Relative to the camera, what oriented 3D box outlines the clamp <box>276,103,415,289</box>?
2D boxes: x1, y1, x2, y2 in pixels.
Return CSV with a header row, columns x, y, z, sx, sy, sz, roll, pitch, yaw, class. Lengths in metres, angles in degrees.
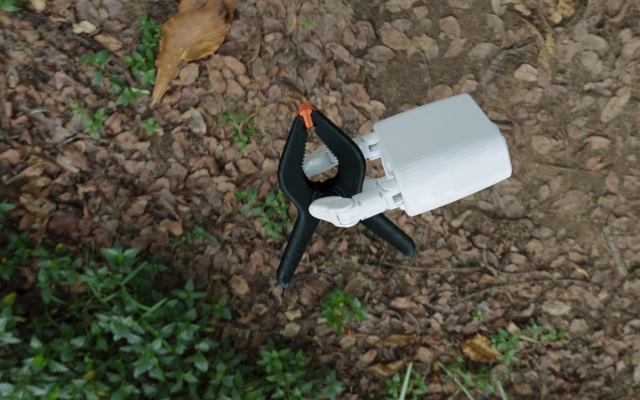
x,y,z,sx,sy,sz,roll,pitch,yaw,class
0.000,0.002,0.520,0.164,0.210,0.036,-21,25,4,clamp
